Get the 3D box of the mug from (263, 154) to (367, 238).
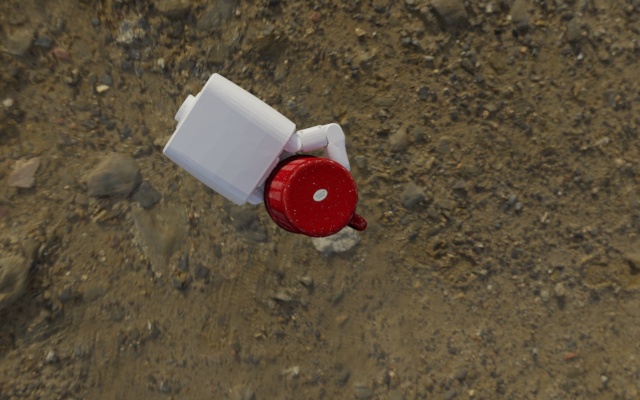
[{"bbox_3d":[0.001,0.003,0.517,0.117,0.093,0.081,33,-5,-15],"label":"mug"}]
